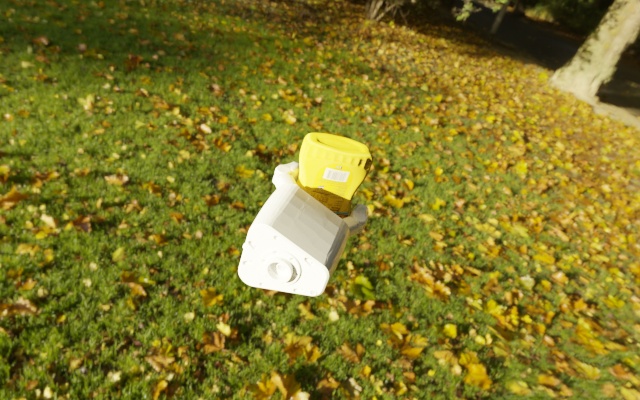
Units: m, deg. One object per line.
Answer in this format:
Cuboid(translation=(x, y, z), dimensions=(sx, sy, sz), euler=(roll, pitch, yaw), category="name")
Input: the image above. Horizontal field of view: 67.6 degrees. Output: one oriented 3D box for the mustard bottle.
Cuboid(translation=(0.000, 0.002, 0.685), dimensions=(0.096, 0.192, 0.058), euler=(9, 31, -17), category="mustard bottle")
